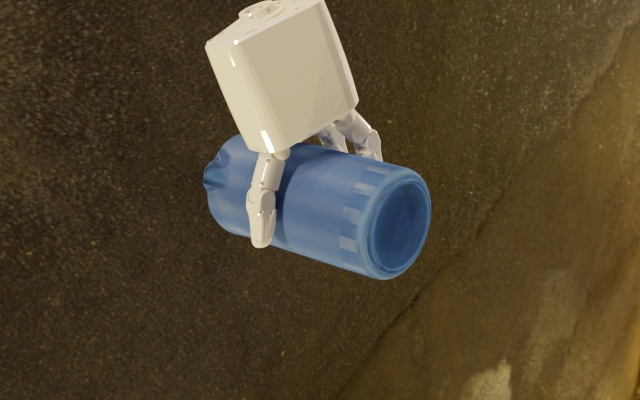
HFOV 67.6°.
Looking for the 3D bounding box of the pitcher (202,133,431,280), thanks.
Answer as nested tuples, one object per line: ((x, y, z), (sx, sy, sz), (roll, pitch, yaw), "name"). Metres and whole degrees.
((0.000, 0.002, 0.531), (0.243, 0.145, 0.149), (16, 46, 44), "pitcher")
